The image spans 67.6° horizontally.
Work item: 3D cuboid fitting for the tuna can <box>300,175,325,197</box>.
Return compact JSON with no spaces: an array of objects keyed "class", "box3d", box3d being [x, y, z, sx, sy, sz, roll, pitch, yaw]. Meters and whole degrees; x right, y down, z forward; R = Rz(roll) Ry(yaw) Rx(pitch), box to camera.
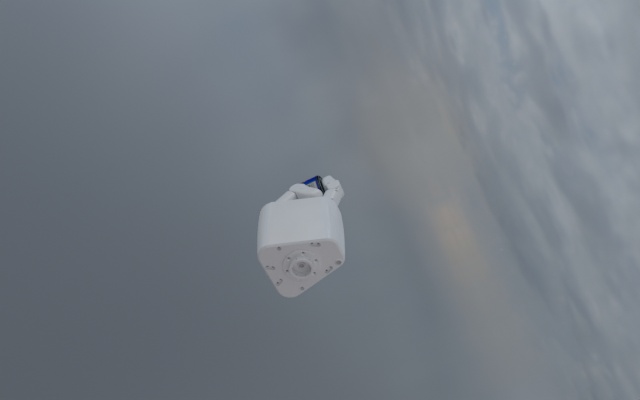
[{"class":"tuna can","box3d":[0.001,0.002,0.783,0.034,0.086,0.086,-25,-4,8]}]
